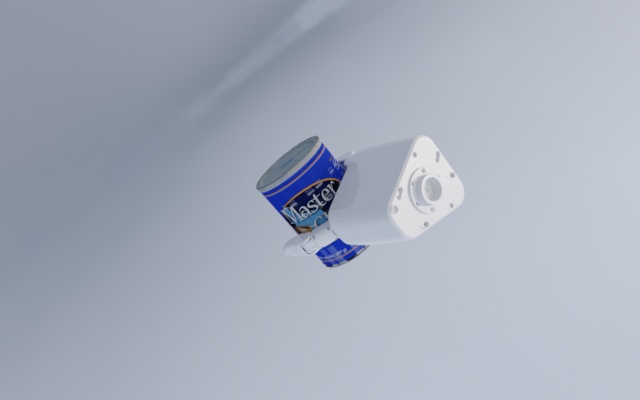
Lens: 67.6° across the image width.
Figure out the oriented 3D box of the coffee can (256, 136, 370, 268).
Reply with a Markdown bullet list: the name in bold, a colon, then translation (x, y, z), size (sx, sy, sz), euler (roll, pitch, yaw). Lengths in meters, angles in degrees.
- **coffee can**: translation (0.000, 0.002, 0.621), size (0.103, 0.140, 0.102), euler (-36, 18, 13)
